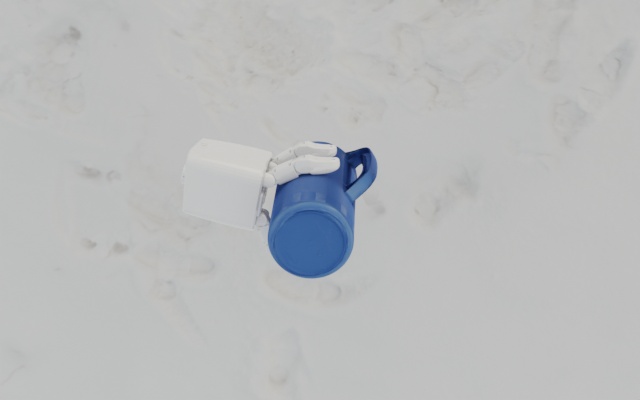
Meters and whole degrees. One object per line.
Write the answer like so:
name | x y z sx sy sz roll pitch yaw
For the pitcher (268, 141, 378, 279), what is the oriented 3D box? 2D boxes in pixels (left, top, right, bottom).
pitcher | 0.000 0.002 0.691 0.145 0.149 0.242 13 22 -4
